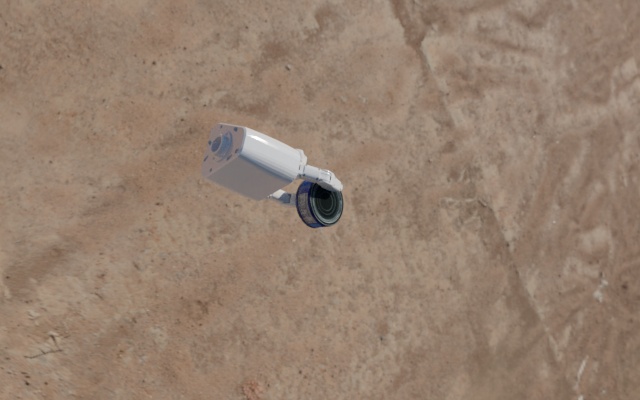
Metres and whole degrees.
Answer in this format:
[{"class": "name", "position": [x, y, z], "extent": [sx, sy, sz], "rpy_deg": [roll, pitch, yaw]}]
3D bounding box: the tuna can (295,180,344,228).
[{"class": "tuna can", "position": [0.001, 0.003, 0.796], "extent": [0.034, 0.086, 0.086], "rpy_deg": [-9, -6, 42]}]
